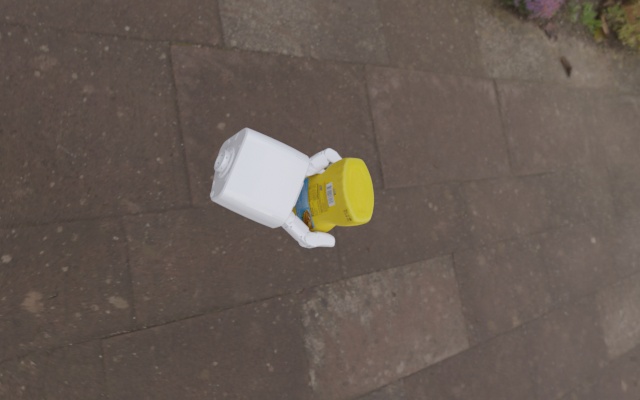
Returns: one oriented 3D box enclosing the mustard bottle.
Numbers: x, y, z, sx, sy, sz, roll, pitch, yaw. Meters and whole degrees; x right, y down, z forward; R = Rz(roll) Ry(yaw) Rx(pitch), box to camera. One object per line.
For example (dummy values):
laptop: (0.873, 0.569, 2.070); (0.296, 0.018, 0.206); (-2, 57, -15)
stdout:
mustard bottle: (0.001, 0.002, 0.746); (0.058, 0.096, 0.191); (-2, -10, -36)
